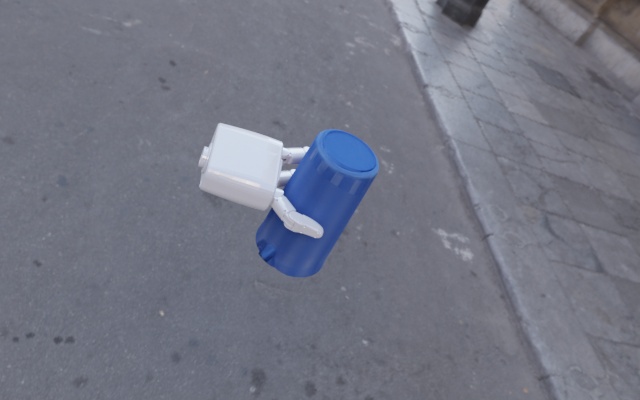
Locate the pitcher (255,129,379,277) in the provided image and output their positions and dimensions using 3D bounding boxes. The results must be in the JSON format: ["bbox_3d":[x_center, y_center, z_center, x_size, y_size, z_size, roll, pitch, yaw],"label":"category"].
[{"bbox_3d":[0.000,0.003,0.791,0.145,0.149,0.243,18,-50,-17],"label":"pitcher"}]
